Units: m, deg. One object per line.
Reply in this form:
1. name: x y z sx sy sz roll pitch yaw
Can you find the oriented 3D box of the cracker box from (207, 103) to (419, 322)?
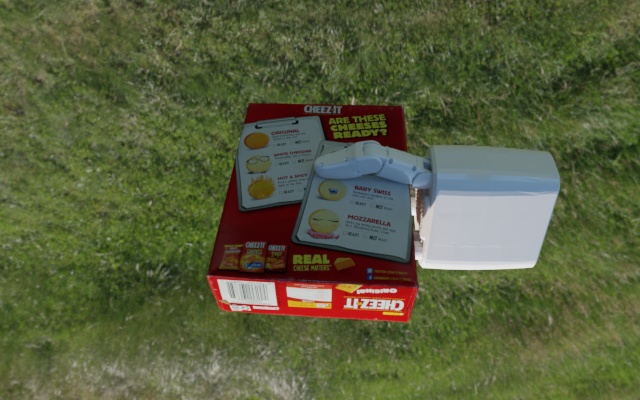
1. cracker box: 0.000 0.001 0.450 0.164 0.213 0.072 2 -41 3
